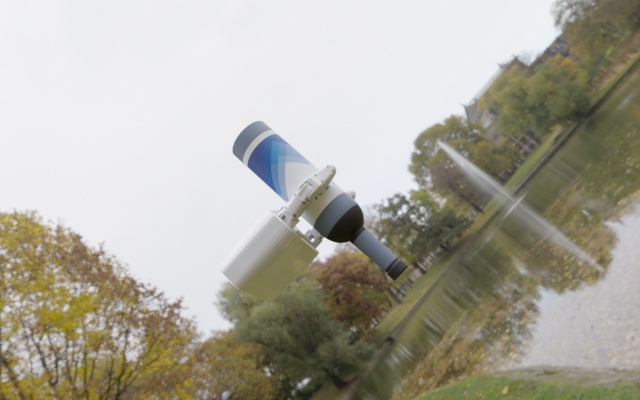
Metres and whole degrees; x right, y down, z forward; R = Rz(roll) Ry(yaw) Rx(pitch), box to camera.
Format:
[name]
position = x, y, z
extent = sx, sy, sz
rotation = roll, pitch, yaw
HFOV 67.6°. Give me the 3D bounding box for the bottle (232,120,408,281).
[bottle]
position = 0.000, 0.002, 0.669
extent = 0.295, 0.069, 0.069
rotation = 41, 13, 15
